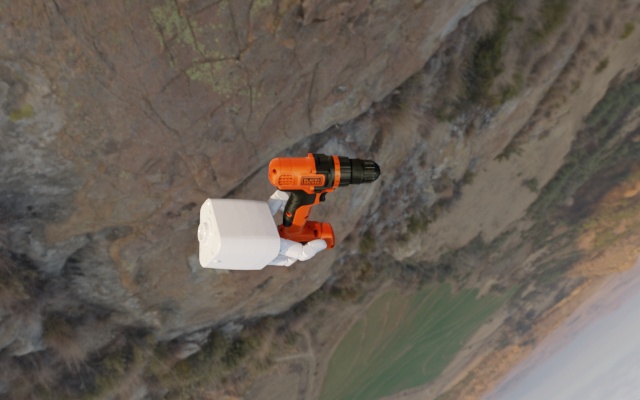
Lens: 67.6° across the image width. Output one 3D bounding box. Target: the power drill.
[{"bbox_3d":[0.000,0.003,0.822,0.184,0.188,0.057,0,40,-10],"label":"power drill"}]
